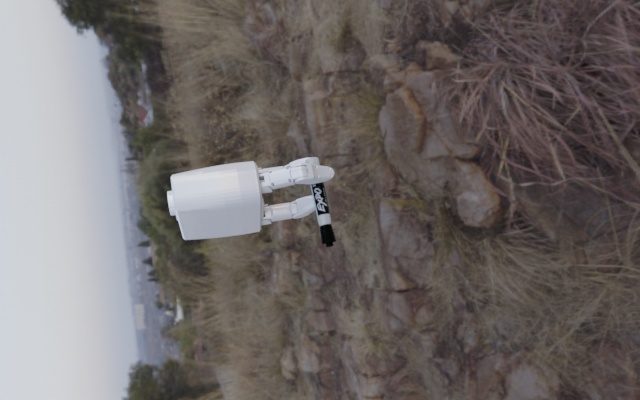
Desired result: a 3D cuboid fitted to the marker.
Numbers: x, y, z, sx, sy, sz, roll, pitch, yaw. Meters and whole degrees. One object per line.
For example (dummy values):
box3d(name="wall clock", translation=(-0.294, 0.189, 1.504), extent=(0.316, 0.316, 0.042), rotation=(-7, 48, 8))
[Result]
box3d(name="marker", translation=(0.000, 0.002, 0.631), extent=(0.020, 0.121, 0.020), rotation=(-11, -13, -3))
